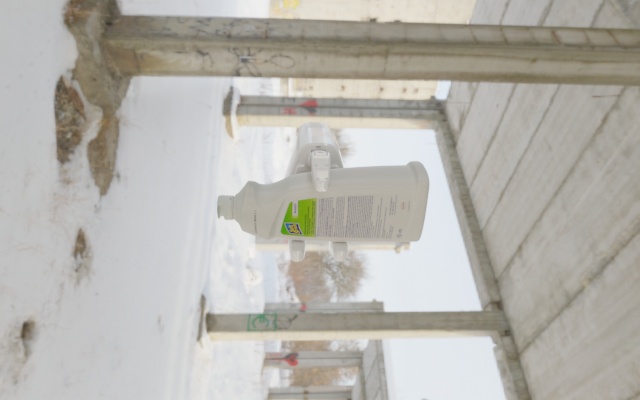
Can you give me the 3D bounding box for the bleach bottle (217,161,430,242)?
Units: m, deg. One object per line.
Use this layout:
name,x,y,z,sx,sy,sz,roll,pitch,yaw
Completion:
bleach bottle,0.000,0.002,0.590,0.251,0.103,0.068,1,28,-3
